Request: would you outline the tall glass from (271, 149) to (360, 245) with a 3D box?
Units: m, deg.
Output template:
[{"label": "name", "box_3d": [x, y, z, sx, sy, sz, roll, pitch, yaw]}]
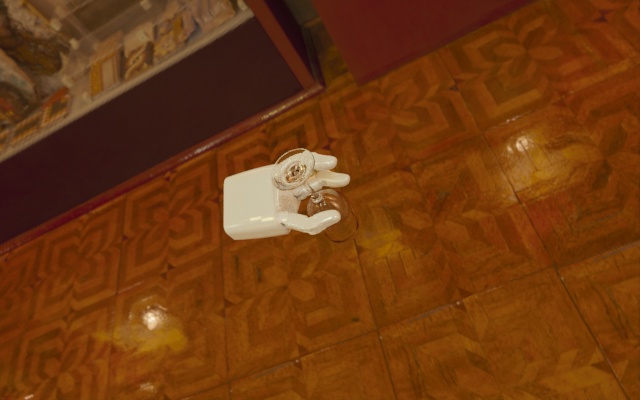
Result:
[{"label": "tall glass", "box_3d": [0.000, 0.002, 0.786, 0.079, 0.079, 0.201, 0, -30, 30]}]
